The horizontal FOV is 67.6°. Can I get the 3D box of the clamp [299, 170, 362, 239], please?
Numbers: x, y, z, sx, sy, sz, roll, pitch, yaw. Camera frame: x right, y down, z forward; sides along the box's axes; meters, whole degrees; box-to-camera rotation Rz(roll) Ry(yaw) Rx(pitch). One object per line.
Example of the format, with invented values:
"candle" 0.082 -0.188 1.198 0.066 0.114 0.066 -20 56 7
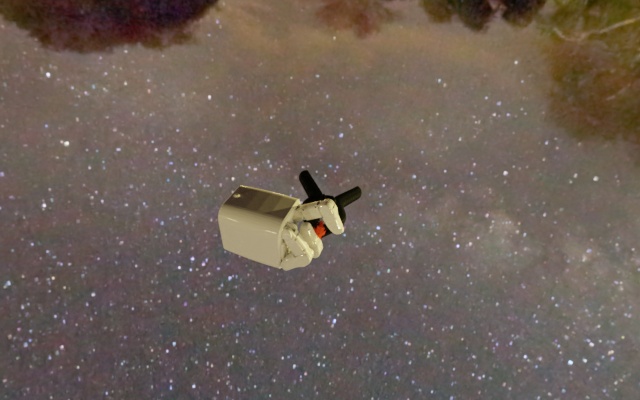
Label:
"clamp" 0.000 0.003 0.838 0.120 0.039 0.171 17 31 9
